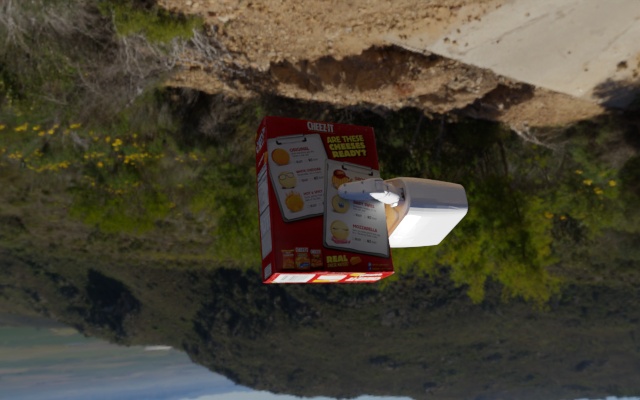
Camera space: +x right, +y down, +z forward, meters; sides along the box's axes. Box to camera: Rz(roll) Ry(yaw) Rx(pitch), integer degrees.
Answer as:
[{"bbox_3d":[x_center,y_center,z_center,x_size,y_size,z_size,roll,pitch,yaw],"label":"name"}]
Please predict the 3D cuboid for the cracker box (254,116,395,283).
[{"bbox_3d":[0.000,0.002,0.644,0.164,0.213,0.072,3,-22,-23],"label":"cracker box"}]
